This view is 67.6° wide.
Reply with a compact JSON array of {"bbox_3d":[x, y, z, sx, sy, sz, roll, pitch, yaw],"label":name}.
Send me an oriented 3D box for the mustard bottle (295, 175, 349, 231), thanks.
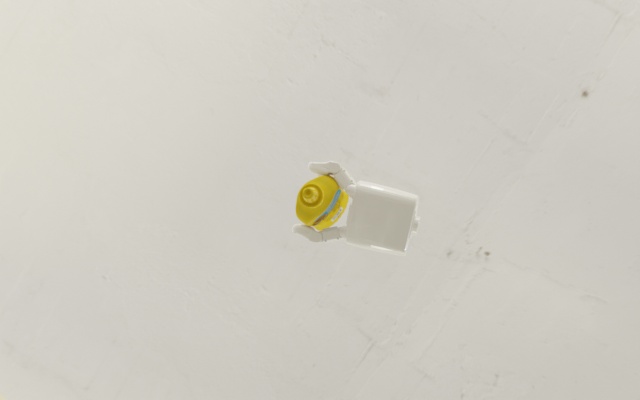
[{"bbox_3d":[0.000,0.003,0.856,0.058,0.096,0.191,39,1,14],"label":"mustard bottle"}]
